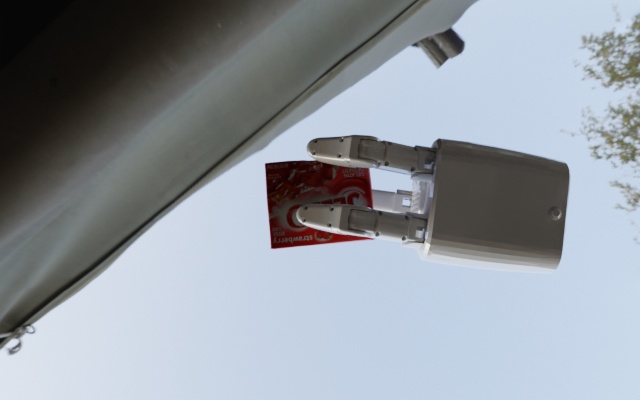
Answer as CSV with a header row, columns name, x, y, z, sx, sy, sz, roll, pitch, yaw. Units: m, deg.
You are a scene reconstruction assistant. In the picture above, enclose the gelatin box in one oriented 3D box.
name,x,y,z,sx,sy,sz,roll,pitch,yaw
gelatin box,0.000,0.001,0.406,0.089,0.073,0.030,-5,-5,4
